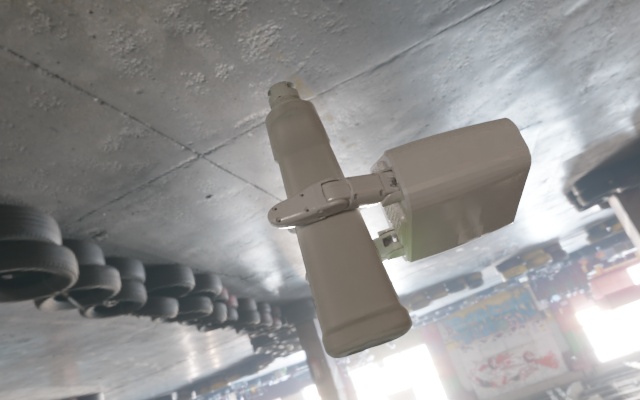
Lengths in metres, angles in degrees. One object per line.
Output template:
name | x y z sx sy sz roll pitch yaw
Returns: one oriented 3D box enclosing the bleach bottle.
bleach bottle | 0.000 0.001 0.411 0.068 0.250 0.103 -18 -20 -2
